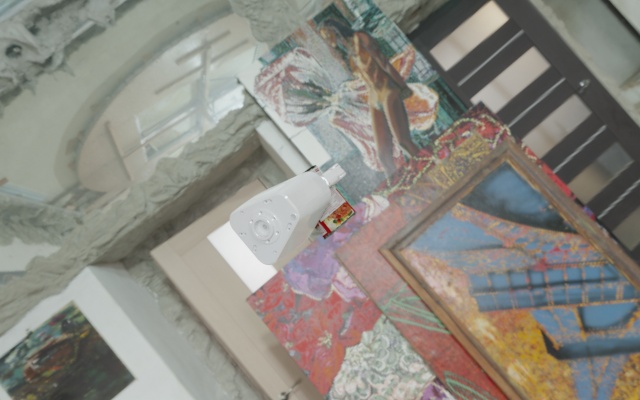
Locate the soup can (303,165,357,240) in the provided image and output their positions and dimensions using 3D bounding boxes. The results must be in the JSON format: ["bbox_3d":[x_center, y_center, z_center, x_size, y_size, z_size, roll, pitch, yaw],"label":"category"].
[{"bbox_3d":[0.000,0.002,0.762,0.068,0.102,0.068,-40,-2,-2],"label":"soup can"}]
